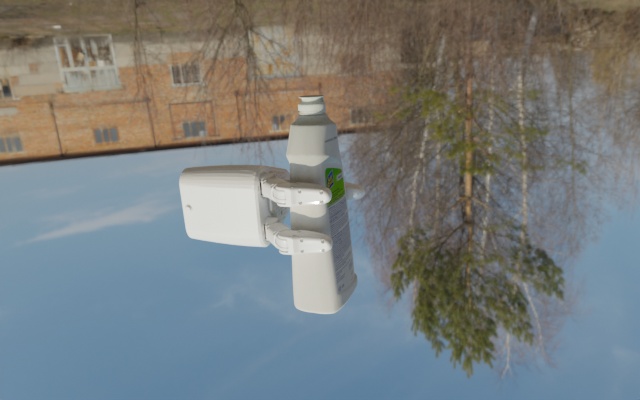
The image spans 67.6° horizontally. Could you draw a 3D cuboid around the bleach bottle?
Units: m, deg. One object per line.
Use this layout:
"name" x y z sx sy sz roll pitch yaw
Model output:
"bleach bottle" 0.000 0.002 0.572 0.068 0.251 0.102 3 18 19
